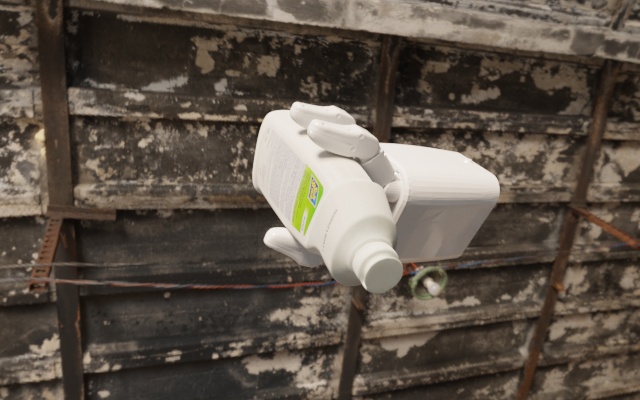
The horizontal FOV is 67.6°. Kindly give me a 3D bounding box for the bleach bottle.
[{"bbox_3d":[0.000,0.001,0.420,0.068,0.103,0.250,1,26,-21],"label":"bleach bottle"}]
